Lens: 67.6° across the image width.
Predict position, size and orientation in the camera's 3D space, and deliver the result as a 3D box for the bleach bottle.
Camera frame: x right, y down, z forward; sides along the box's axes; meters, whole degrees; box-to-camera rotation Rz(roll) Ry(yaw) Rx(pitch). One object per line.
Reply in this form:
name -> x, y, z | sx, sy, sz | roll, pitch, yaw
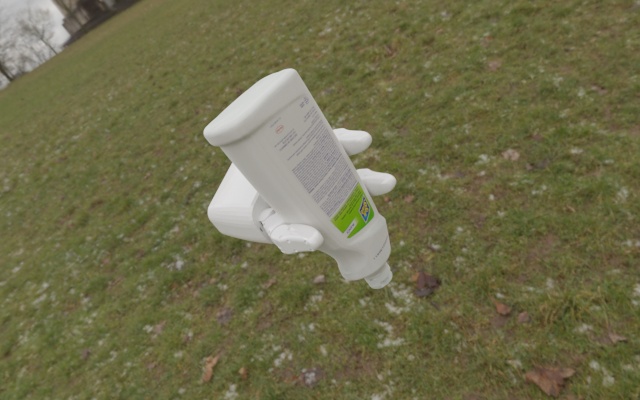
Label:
bleach bottle -> 0.000, 0.001, 0.479 | 0.068, 0.251, 0.102 | 0, 42, 49
